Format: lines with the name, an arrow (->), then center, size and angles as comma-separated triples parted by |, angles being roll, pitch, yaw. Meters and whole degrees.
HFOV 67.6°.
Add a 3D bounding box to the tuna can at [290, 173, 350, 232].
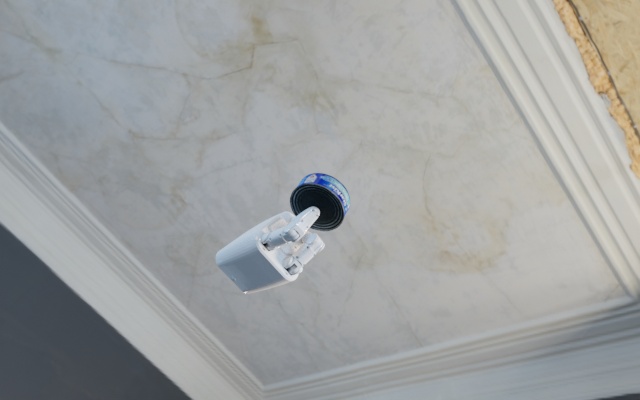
tuna can -> 0.000, 0.002, 0.709 | 0.086, 0.086, 0.033 | 0, 35, 26
